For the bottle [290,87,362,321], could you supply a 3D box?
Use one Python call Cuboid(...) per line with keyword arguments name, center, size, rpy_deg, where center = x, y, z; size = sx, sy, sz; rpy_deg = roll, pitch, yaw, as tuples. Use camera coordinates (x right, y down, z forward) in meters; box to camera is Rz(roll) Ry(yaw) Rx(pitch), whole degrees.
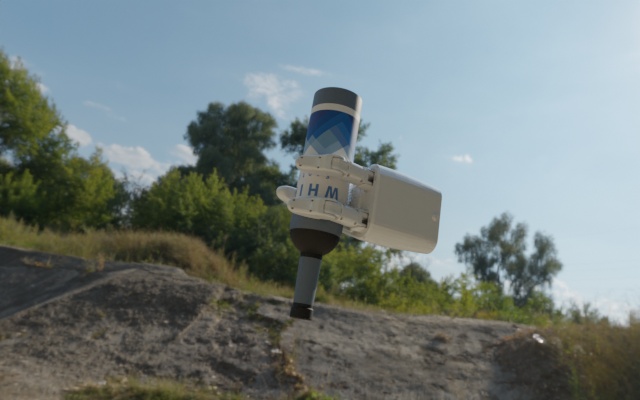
Cuboid(name="bottle", center=(0.000, 0.002, 0.611), size=(0.069, 0.295, 0.069), rpy_deg=(9, -15, 3))
